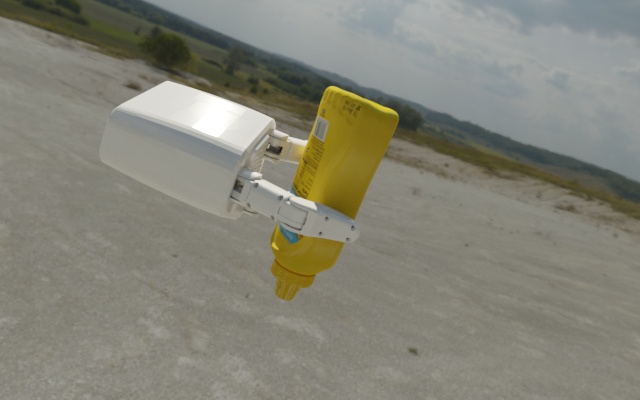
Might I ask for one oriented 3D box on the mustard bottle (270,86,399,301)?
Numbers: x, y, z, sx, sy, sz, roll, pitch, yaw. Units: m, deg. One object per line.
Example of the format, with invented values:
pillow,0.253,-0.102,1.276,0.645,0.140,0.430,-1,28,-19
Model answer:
mustard bottle,0.000,0.001,0.417,0.058,0.192,0.096,16,14,-23
